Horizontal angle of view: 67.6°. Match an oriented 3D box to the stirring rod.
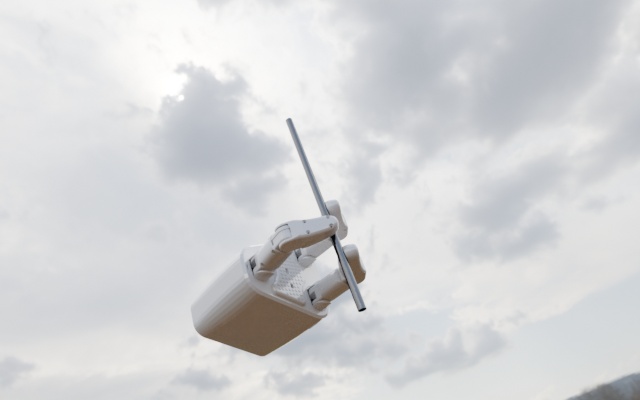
[{"bbox_3d":[0.000,0.002,0.480,0.011,0.239,0.011,-14,-34,-10],"label":"stirring rod"}]
